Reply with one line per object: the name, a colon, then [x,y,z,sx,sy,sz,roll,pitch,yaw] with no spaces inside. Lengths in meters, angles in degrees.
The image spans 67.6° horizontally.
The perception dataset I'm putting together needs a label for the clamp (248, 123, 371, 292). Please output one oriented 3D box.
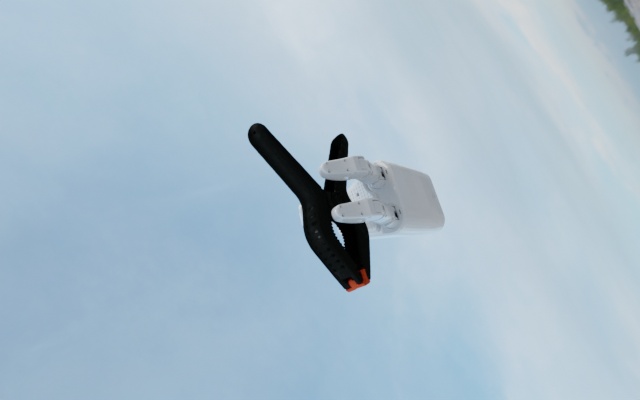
clamp: [0.000,0.003,0.551,0.164,0.210,0.036,6,-29,-46]
